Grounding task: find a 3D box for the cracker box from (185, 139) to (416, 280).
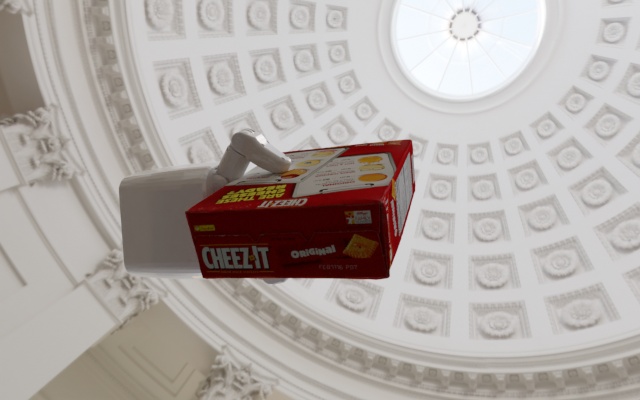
[{"bbox_3d":[0.000,0.001,0.464,0.164,0.072,0.213,-4,18,18],"label":"cracker box"}]
